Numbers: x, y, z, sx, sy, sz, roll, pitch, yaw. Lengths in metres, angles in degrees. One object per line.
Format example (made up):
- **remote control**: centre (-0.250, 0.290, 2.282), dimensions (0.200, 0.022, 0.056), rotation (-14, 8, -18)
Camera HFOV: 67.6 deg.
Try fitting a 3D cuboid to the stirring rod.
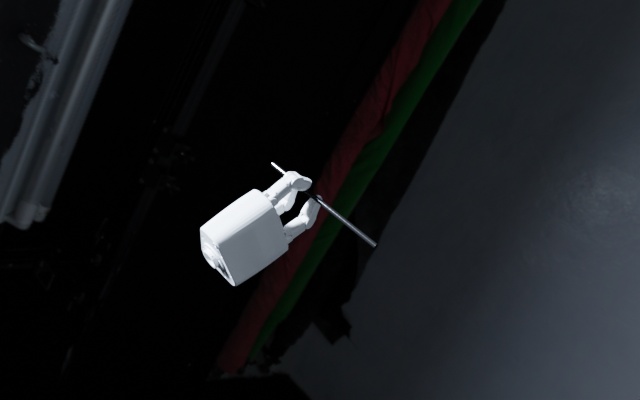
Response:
- **stirring rod**: centre (0.000, 0.003, 0.771), dimensions (0.239, 0.011, 0.011), rotation (38, 21, 28)
